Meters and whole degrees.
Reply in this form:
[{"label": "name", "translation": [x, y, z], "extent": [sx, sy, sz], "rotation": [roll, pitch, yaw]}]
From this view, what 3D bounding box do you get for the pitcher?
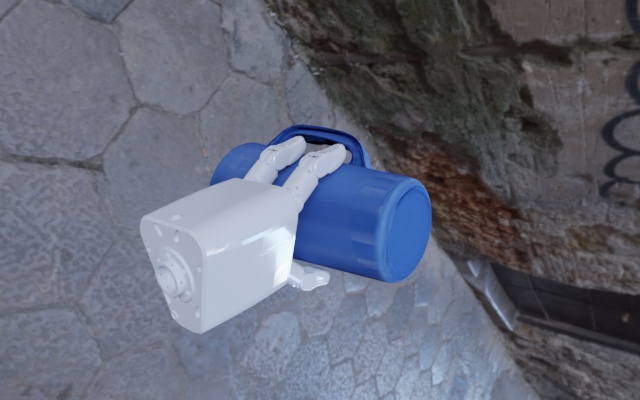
[{"label": "pitcher", "translation": [0.000, 0.002, 0.547], "extent": [0.243, 0.149, 0.145], "rotation": [12, 24, 38]}]
